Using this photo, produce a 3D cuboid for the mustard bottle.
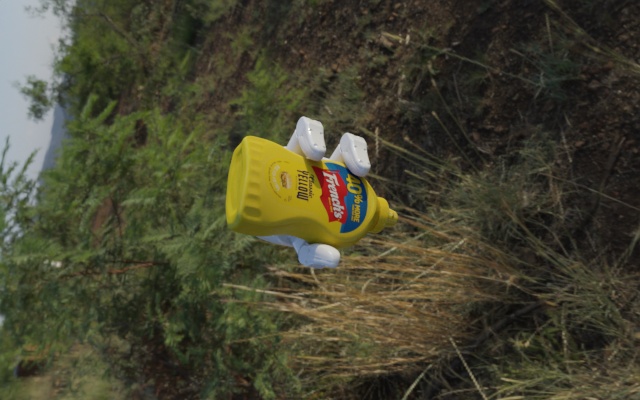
[{"bbox_3d":[0.000,0.002,0.504,0.191,0.096,0.058,14,-31,-27],"label":"mustard bottle"}]
